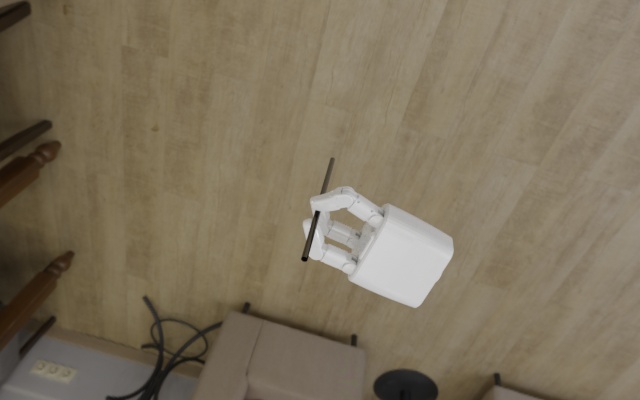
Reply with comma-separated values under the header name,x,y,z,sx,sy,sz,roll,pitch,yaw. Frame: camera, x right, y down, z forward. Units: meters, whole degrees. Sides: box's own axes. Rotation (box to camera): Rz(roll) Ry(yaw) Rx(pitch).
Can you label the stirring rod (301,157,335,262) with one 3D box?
name,x,y,z,sx,sy,sz,roll,pitch,yaw
stirring rod,0.000,0.002,0.658,0.011,0.011,0.239,0,34,11
